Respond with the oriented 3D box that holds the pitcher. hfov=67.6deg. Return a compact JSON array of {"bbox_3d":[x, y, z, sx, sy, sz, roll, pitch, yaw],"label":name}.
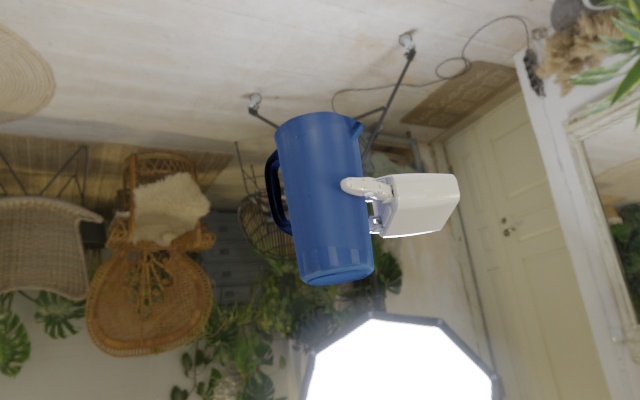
[{"bbox_3d":[0.000,0.002,0.728,0.145,0.242,0.149,-3,-19,-14],"label":"pitcher"}]
